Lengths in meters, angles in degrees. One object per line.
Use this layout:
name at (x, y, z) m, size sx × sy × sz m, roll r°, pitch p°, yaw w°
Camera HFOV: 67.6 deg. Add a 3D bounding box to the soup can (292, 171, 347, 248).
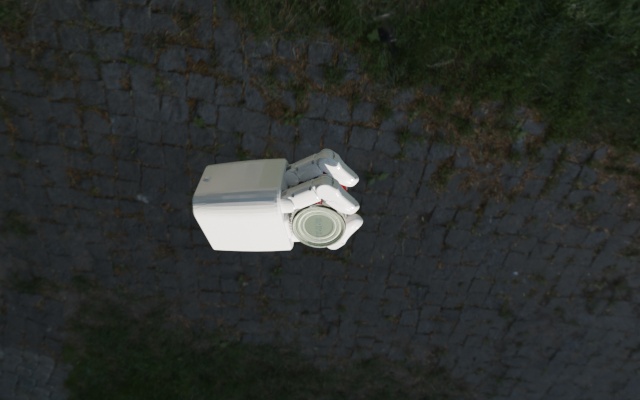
soup can at (0.001, 0.002, 0.611) m, size 0.068 × 0.069 × 0.102 m, roll 0°, pitch 37°, yaw 4°
